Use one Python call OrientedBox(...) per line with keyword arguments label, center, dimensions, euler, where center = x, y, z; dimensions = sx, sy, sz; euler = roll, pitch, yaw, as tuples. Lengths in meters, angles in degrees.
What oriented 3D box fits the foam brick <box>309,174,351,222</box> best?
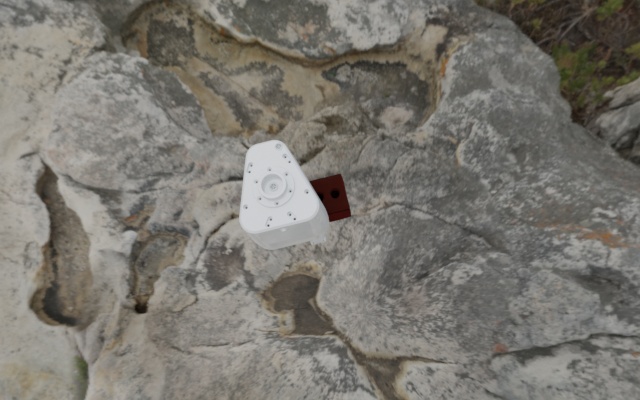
OrientedBox(label="foam brick", center=(0.000, 0.002, 0.663), dimensions=(0.078, 0.053, 0.051), euler=(-14, -15, 1))
